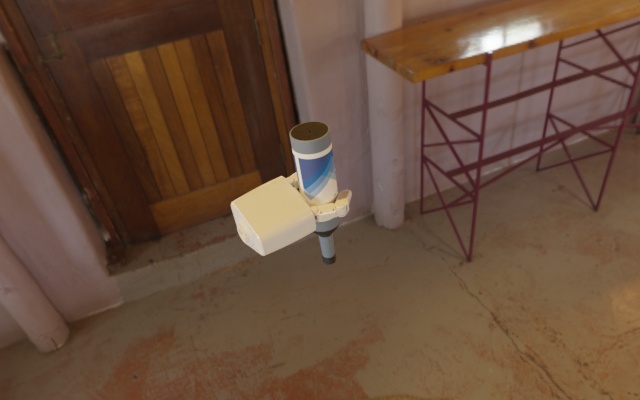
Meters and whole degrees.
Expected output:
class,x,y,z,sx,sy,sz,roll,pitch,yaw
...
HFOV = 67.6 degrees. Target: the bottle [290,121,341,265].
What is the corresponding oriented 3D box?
class,x,y,z,sx,sy,sz,roll,pitch,yaw
bottle,0.000,0.003,0.867,0.069,0.296,0.069,-6,37,4
